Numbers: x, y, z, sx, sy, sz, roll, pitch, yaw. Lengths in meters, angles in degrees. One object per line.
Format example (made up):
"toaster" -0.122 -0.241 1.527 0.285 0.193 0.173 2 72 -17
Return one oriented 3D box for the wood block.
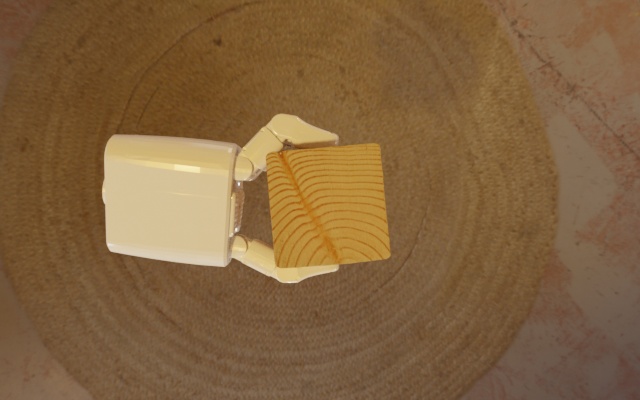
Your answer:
"wood block" 0.000 0.002 0.461 0.090 0.091 0.206 -5 2 -3
